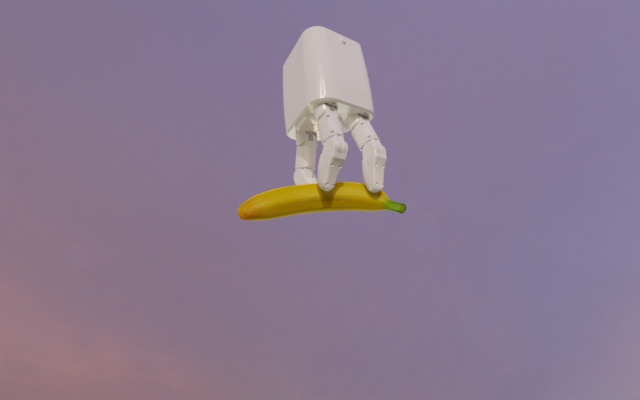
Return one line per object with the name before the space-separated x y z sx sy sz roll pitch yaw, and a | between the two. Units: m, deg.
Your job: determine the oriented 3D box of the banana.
banana | -0.002 -0.001 0.561 0.198 0.037 0.069 -3 8 -17
